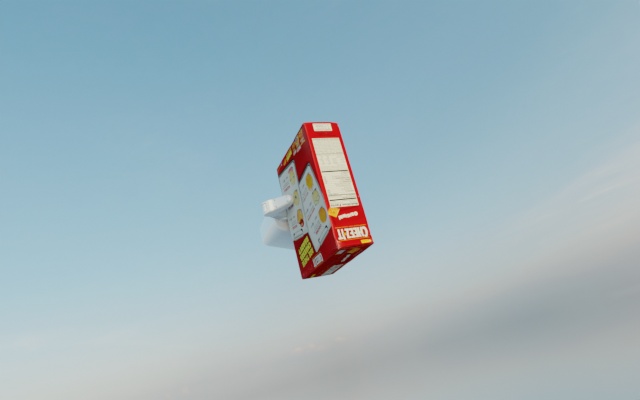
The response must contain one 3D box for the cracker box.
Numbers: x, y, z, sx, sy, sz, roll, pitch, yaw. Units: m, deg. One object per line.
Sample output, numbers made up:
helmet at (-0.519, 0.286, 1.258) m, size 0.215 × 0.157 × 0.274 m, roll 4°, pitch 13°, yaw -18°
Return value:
cracker box at (0.000, 0.002, 0.790) m, size 0.072 × 0.213 × 0.164 m, roll -6°, pitch -21°, yaw -25°
